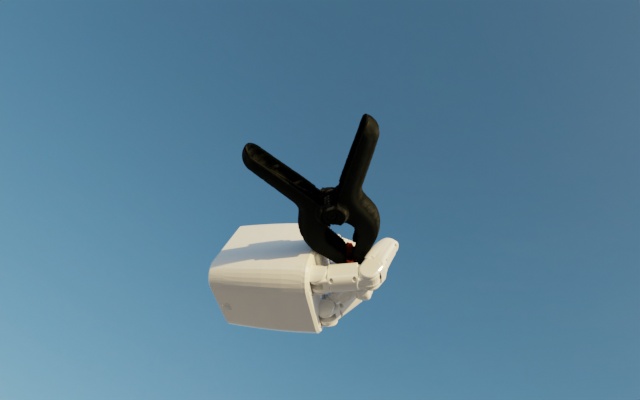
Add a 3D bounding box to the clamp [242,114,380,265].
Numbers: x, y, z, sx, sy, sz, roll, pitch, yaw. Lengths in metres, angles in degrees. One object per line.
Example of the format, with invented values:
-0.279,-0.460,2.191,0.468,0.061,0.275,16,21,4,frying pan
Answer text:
0.000,0.001,0.448,0.120,0.172,0.039,-1,37,12,clamp
